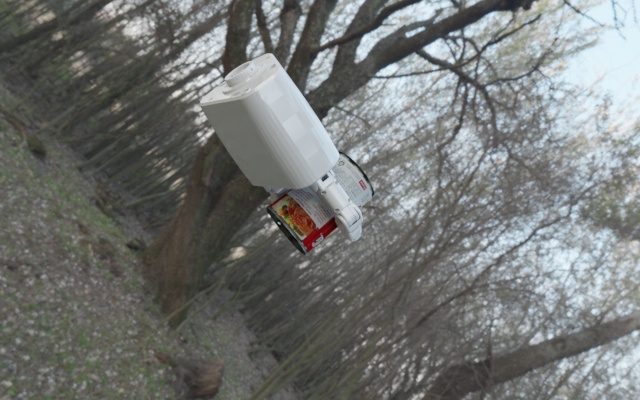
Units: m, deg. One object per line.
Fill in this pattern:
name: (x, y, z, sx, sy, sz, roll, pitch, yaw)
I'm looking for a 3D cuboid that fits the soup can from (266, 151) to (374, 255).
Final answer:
soup can: (0.001, 0.002, 0.527, 0.102, 0.068, 0.068, -40, 9, -11)
